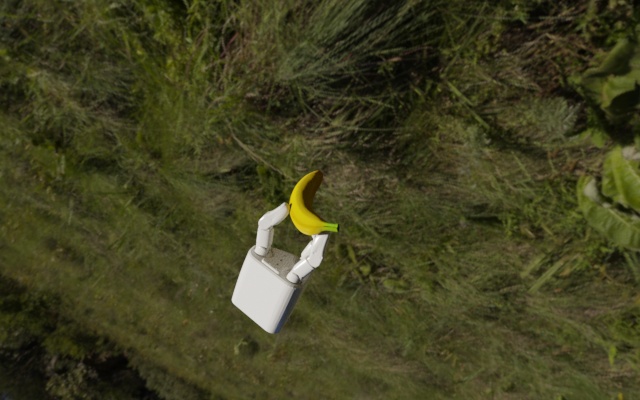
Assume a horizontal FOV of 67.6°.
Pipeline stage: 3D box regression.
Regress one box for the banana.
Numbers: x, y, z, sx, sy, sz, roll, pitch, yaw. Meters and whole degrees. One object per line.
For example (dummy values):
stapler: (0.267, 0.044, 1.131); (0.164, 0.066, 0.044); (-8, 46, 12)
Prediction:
banana: (-0.018, 0.005, 0.788); (0.069, 0.037, 0.197); (-3, 31, -8)
